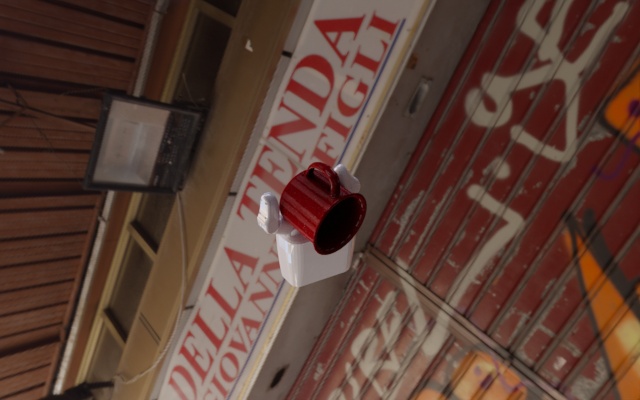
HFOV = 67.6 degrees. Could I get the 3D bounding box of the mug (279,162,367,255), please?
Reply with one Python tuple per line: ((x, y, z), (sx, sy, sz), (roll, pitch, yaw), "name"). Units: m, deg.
((0.000, 0.001, 0.619), (0.093, 0.117, 0.081), (-30, 50, -30), "mug")
